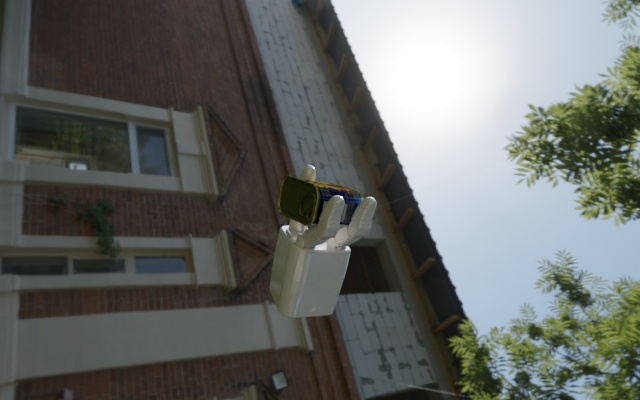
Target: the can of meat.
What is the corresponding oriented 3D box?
[{"bbox_3d":[0.000,0.002,0.682,0.084,0.057,0.102,6,9,-34],"label":"can of meat"}]
